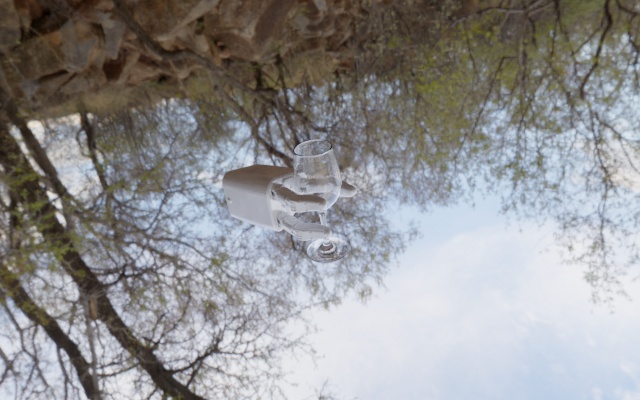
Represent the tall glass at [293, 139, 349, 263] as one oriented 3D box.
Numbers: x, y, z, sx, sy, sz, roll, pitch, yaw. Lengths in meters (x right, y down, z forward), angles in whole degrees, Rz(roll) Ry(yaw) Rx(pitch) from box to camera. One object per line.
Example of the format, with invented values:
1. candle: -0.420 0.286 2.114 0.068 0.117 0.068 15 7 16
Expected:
1. tall glass: 0.000 0.003 0.790 0.079 0.201 0.079 -6 31 4
